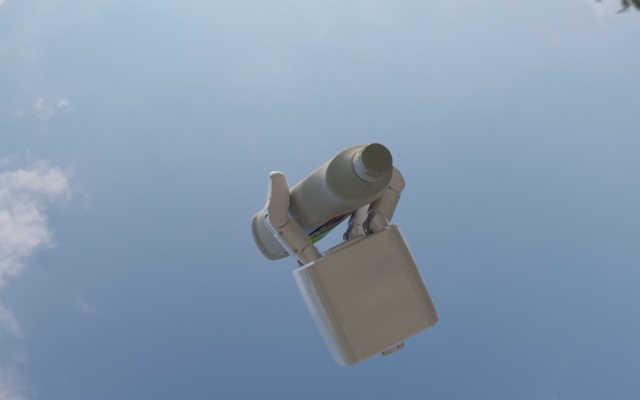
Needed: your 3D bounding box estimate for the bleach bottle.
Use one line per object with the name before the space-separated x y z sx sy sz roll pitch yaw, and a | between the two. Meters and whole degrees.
bleach bottle | 0.000 0.002 0.509 0.102 0.068 0.251 -23 -7 -24
